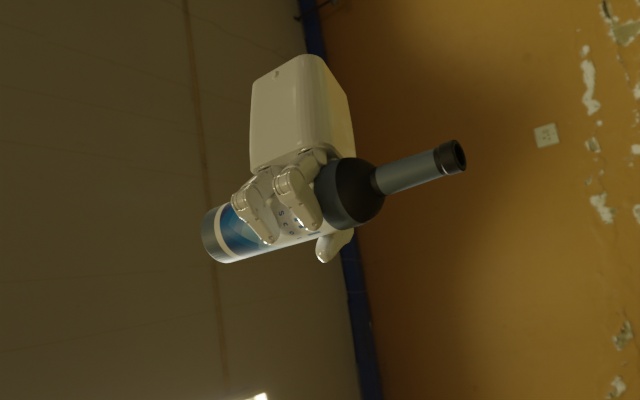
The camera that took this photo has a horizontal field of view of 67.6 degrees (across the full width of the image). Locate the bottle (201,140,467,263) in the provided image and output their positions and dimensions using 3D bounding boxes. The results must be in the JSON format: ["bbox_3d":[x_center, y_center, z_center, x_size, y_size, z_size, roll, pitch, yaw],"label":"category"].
[{"bbox_3d":[0.000,0.002,0.475,0.296,0.069,0.069,-19,-11,35],"label":"bottle"}]
